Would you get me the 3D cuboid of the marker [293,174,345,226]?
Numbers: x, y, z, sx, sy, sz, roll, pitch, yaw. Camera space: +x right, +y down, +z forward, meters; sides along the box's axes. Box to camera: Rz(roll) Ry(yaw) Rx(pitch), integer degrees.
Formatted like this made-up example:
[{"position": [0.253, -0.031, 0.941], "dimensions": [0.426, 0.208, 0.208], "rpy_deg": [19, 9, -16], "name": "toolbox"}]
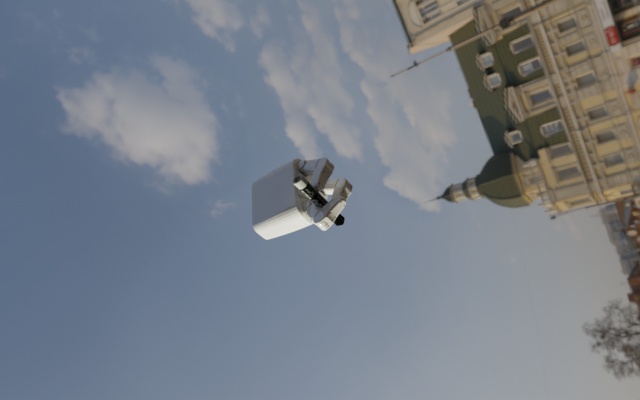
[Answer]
[{"position": [0.000, 0.002, 0.761], "dimensions": [0.020, 0.020, 0.121], "rpy_deg": [0, -36, 47], "name": "marker"}]
